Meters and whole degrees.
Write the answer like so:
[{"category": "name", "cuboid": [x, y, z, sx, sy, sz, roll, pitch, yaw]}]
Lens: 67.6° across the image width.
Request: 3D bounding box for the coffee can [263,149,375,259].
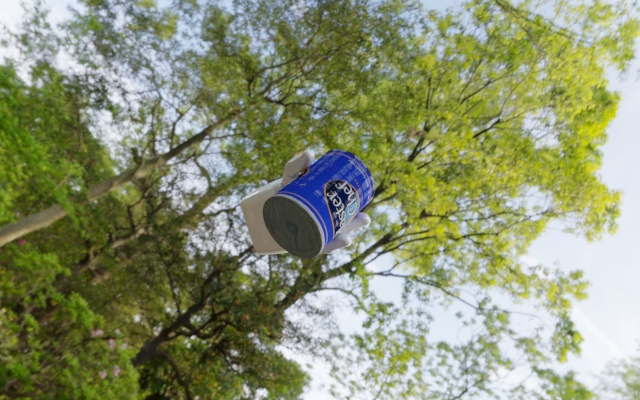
[{"category": "coffee can", "cuboid": [0.000, 0.002, 0.691, 0.103, 0.103, 0.140, 0, 31, 42]}]
